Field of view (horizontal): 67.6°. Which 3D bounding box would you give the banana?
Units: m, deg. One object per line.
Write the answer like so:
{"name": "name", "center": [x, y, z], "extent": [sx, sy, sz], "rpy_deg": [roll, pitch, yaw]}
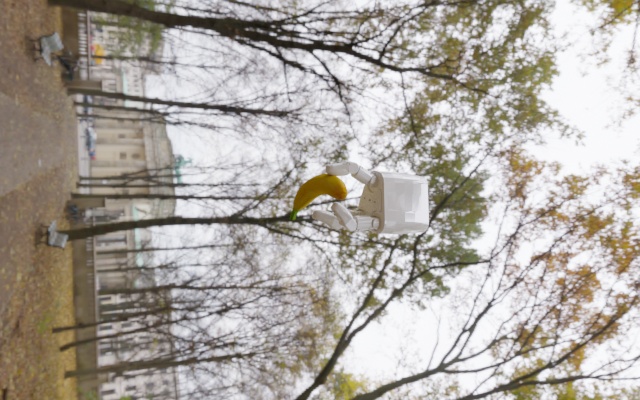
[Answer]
{"name": "banana", "center": [-0.002, -0.014, 0.869], "extent": [0.037, 0.069, 0.198], "rpy_deg": [6, -16, -27]}
